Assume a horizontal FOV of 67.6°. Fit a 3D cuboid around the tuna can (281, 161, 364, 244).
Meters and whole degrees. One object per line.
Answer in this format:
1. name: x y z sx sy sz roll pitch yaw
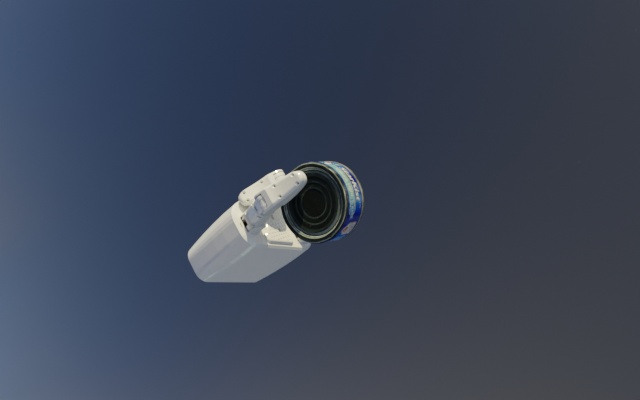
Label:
1. tuna can: 0.000 0.002 0.498 0.086 0.086 0.034 0 3 34
